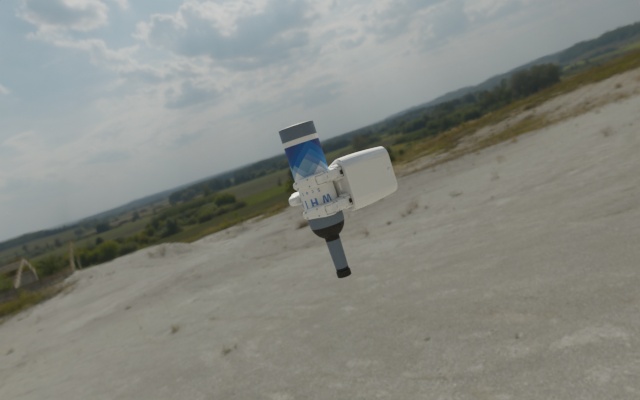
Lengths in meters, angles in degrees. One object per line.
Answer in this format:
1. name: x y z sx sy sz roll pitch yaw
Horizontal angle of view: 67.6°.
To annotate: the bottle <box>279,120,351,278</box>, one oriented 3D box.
1. bottle: 0.000 0.003 0.886 0.069 0.296 0.069 -18 6 2
